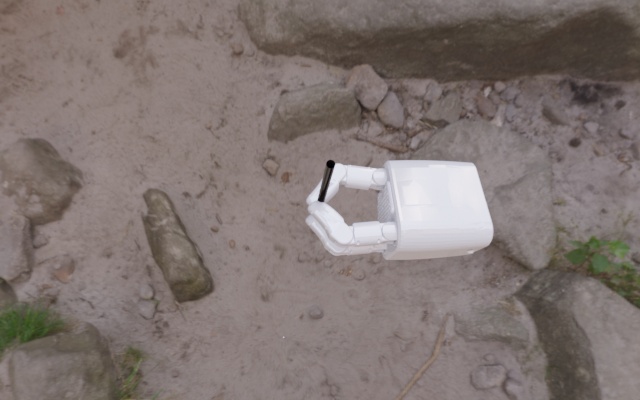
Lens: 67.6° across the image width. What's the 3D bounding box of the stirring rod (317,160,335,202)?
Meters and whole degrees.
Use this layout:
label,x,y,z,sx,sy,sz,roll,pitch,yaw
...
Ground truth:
label,x,y,z,sx,sy,sz,roll,pitch,yaw
stirring rod,0.000,0.002,0.526,0.011,0.011,0.239,0,-16,-4
